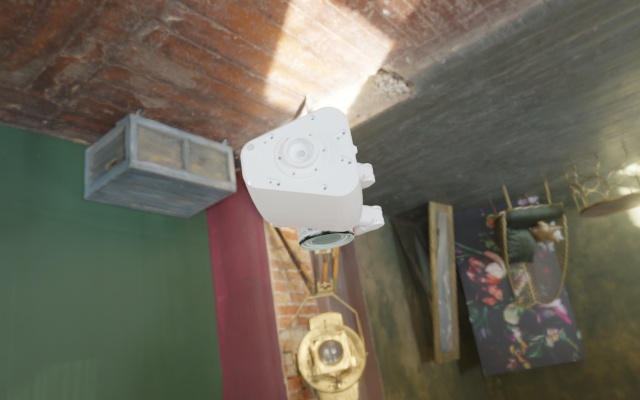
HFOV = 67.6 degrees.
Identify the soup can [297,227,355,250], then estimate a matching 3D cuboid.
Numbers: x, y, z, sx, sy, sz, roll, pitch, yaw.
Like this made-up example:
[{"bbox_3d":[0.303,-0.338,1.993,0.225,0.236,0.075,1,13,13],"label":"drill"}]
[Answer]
[{"bbox_3d":[0.000,0.002,0.574,0.068,0.102,0.068,-9,-20,-3],"label":"soup can"}]
